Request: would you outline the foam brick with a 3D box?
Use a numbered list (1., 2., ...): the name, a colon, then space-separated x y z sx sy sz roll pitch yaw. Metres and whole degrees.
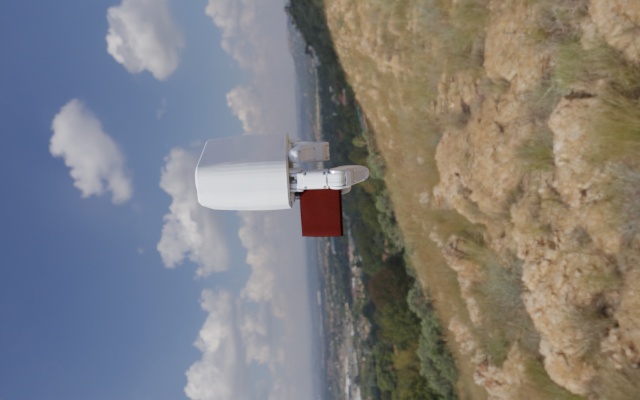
1. foam brick: 0.000 0.002 0.599 0.051 0.078 0.053 -3 13 -1
